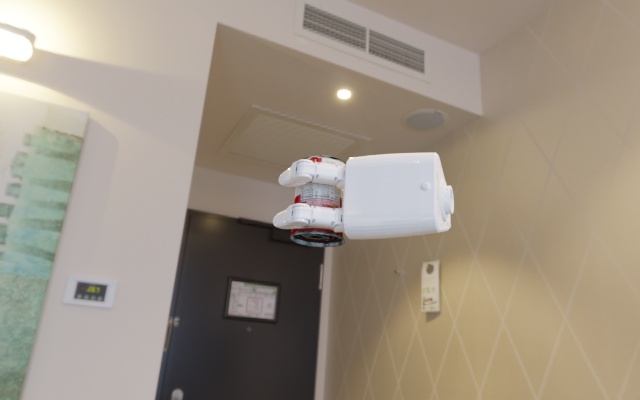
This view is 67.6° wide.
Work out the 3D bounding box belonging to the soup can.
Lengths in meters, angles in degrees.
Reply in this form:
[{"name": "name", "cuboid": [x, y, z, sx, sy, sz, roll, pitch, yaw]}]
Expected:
[{"name": "soup can", "cuboid": [0.000, 0.002, 0.605, 0.068, 0.102, 0.068, 4, -19, 1]}]
